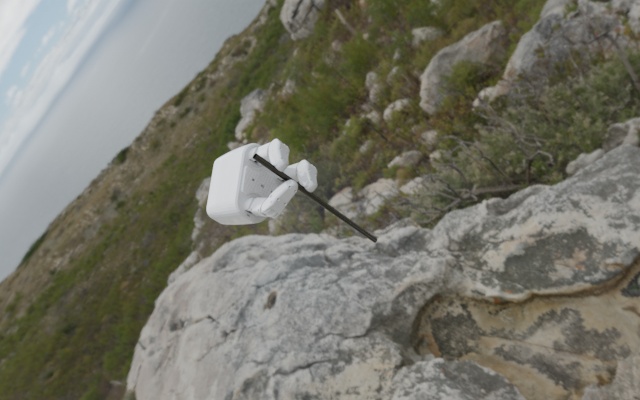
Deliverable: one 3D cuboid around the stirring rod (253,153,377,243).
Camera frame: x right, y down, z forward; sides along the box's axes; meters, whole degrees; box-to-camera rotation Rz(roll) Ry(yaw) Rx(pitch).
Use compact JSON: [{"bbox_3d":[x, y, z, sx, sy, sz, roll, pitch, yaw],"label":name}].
[{"bbox_3d":[0.000,0.002,0.674,0.240,0.011,0.011,35,-20,-31],"label":"stirring rod"}]
